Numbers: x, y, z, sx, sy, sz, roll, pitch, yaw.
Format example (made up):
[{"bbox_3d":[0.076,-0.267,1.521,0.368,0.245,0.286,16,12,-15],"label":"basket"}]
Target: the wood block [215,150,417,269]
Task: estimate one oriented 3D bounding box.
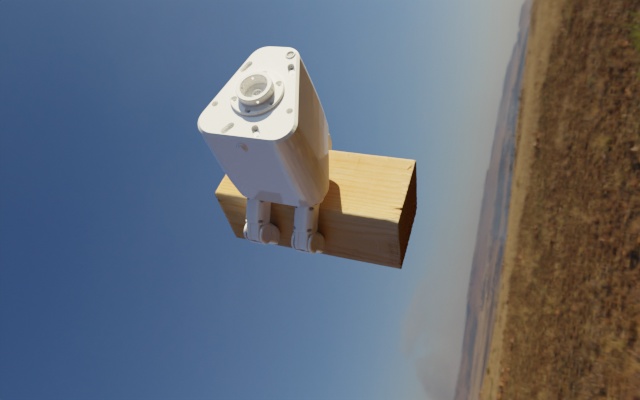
[{"bbox_3d":[0.000,0.001,0.551,0.206,0.090,0.090,9,-37,19],"label":"wood block"}]
